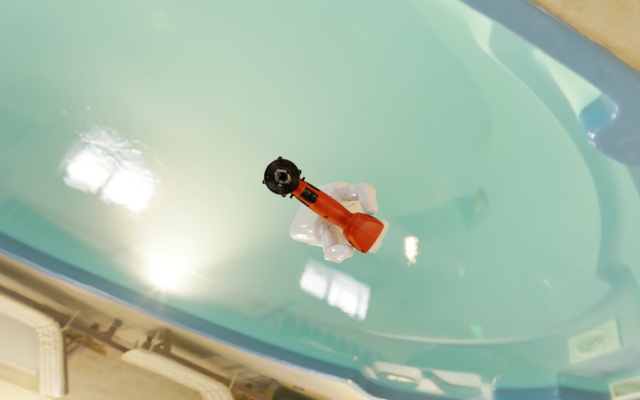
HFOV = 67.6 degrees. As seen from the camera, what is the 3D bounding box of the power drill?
[{"bbox_3d":[0.000,0.003,0.700,0.187,0.057,0.184,35,1,-6],"label":"power drill"}]
